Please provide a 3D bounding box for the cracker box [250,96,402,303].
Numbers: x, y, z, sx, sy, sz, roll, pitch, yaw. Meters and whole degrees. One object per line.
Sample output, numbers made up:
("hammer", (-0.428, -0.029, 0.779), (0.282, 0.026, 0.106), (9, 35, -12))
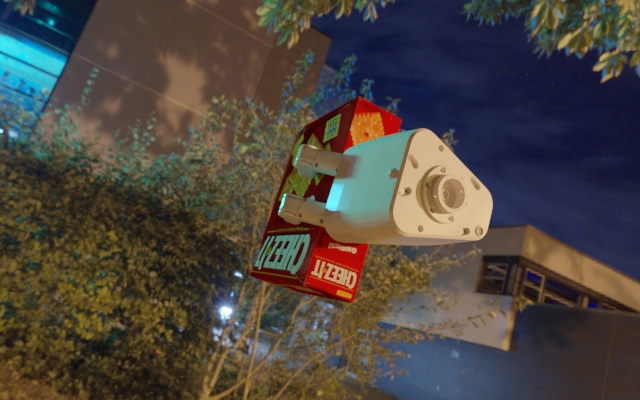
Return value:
("cracker box", (0.000, 0.002, 0.572), (0.072, 0.213, 0.164), (23, -15, -23))
